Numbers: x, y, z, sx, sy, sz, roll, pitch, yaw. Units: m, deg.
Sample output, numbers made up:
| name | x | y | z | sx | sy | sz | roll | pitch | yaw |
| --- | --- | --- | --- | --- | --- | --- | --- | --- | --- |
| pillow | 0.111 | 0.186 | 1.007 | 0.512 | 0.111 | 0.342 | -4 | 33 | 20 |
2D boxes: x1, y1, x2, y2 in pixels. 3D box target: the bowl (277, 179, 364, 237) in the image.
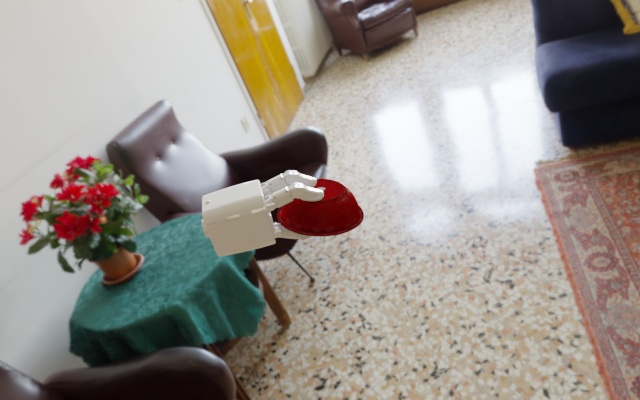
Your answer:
| name | x | y | z | sx | sy | sz | roll | pitch | yaw |
| --- | --- | --- | --- | --- | --- | --- | --- | --- | --- |
| bowl | 0.001 | 0.002 | 0.876 | 0.162 | 0.055 | 0.162 | 0 | 26 | 0 |
